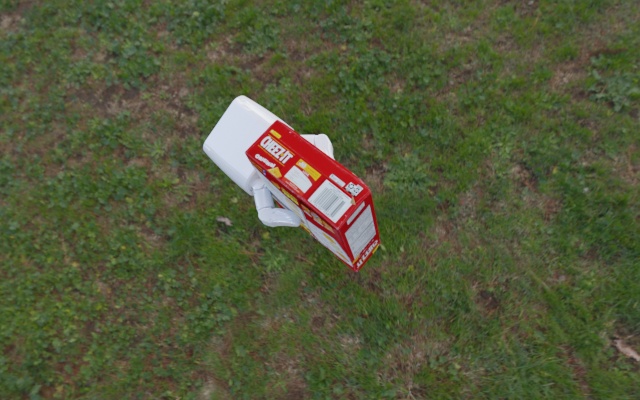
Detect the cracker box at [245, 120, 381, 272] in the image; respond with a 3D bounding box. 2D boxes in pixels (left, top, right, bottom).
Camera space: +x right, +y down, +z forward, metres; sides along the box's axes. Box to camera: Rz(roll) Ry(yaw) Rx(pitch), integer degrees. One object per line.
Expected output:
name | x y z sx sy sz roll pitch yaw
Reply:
cracker box | 0.000 0.002 0.672 0.164 0.072 0.214 39 -10 22
